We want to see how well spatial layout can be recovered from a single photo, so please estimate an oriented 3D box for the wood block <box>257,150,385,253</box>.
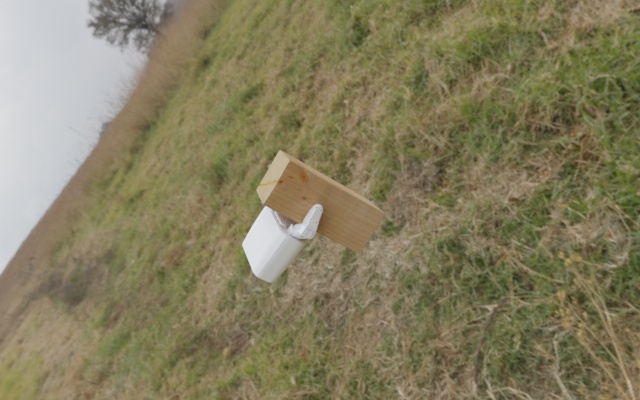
[{"bbox_3d":[0.000,0.003,0.866,0.206,0.090,0.090,28,9,-22],"label":"wood block"}]
